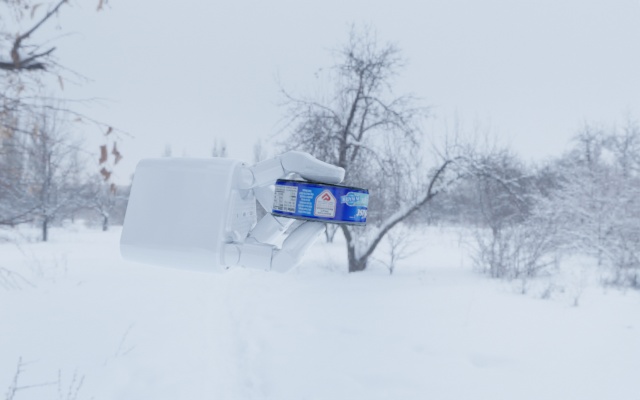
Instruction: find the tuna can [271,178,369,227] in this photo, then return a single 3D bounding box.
[{"bbox_3d":[0.000,0.001,0.428,0.086,0.034,0.086,7,0,0],"label":"tuna can"}]
